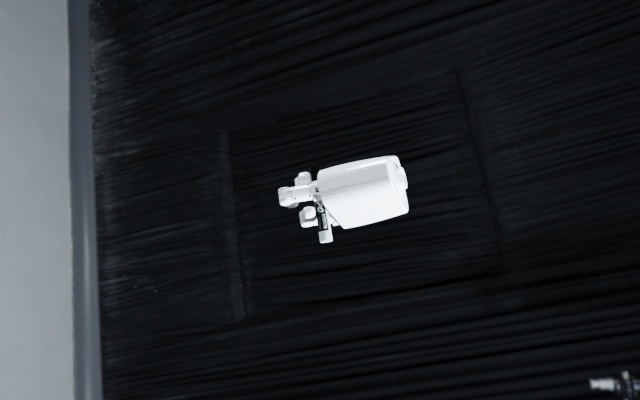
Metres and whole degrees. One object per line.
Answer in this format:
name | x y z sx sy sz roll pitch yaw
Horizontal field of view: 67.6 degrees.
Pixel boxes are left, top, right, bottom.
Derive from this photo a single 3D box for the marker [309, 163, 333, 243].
marker | 0.000 0.002 0.715 0.020 0.121 0.020 -8 -13 -2
